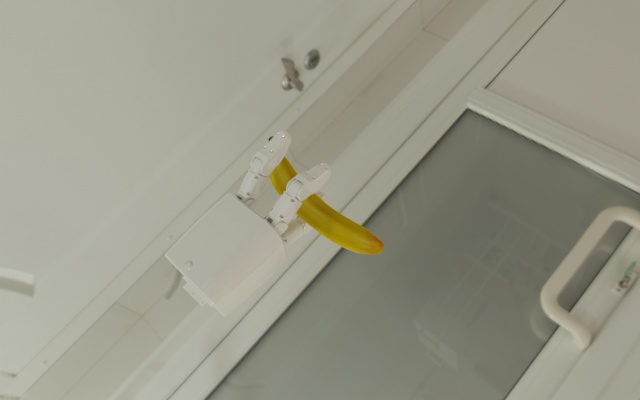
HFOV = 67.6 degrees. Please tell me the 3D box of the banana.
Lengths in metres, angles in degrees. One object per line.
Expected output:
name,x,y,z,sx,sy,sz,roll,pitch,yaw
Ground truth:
banana,-0.005,0.007,0.600,0.037,0.198,0.070,-42,-12,-23
